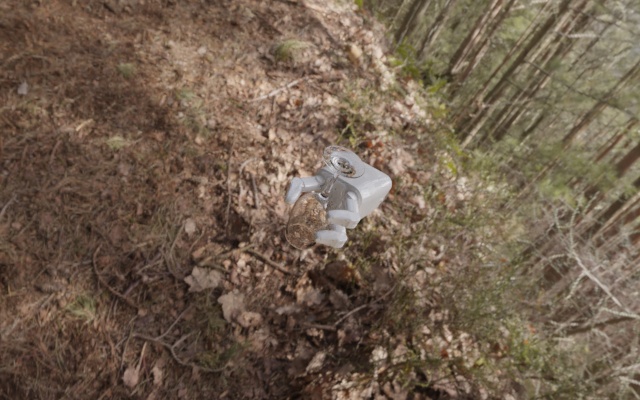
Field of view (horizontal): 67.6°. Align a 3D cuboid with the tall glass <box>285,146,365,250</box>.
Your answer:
[{"bbox_3d":[0.000,0.002,0.832,0.079,0.079,0.201,0,-41,-31],"label":"tall glass"}]
